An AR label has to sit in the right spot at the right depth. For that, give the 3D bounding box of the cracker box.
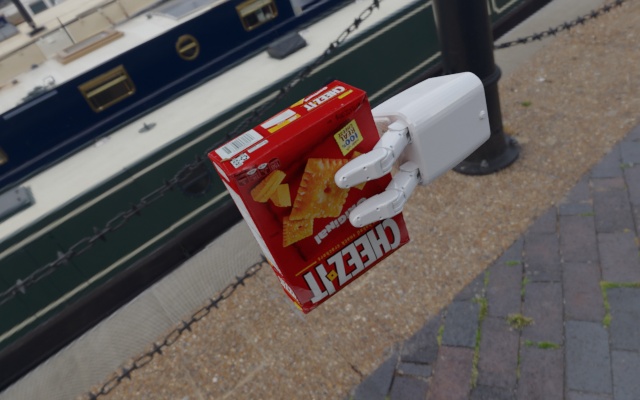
[{"bbox_3d":[0.000,0.002,0.538,0.164,0.214,0.072,-33,35,-13],"label":"cracker box"}]
